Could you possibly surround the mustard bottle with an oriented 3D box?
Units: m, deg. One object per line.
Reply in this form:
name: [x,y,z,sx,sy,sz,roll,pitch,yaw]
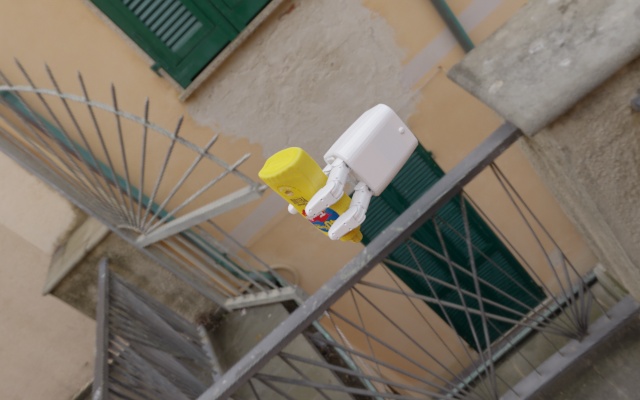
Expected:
mustard bottle: [0.000,0.003,0.733,0.192,0.058,0.096,44,-32,-26]
